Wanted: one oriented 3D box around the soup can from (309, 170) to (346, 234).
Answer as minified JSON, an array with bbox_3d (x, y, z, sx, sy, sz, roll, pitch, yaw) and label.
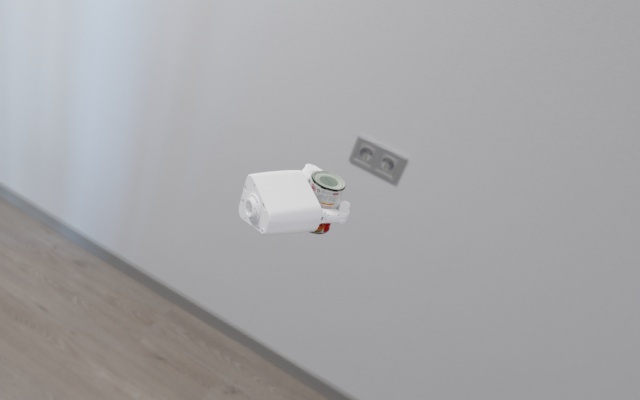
[{"bbox_3d":[0.001,0.003,0.897,0.068,0.102,0.068,15,30,-9],"label":"soup can"}]
